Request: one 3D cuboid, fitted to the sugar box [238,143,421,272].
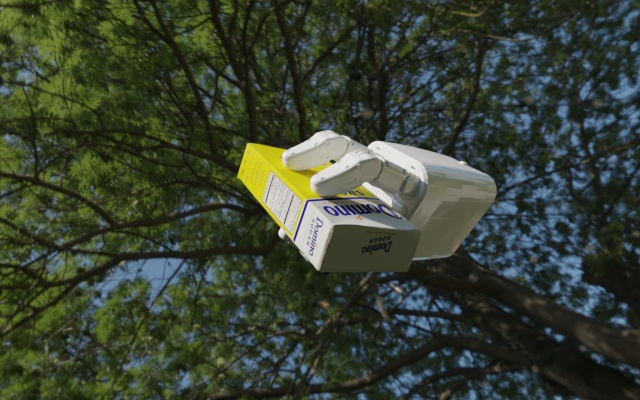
[{"bbox_3d":[0.000,0.001,0.432,0.093,0.048,0.176,6,20,-34],"label":"sugar box"}]
